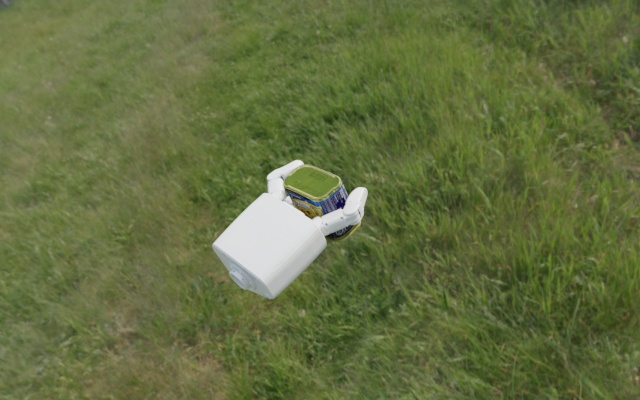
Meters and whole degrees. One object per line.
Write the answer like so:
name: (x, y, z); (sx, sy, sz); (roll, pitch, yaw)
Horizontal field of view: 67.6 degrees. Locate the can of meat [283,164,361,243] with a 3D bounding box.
can of meat: (0.000, 0.002, 0.693); (0.057, 0.084, 0.102); (-43, 40, -21)
